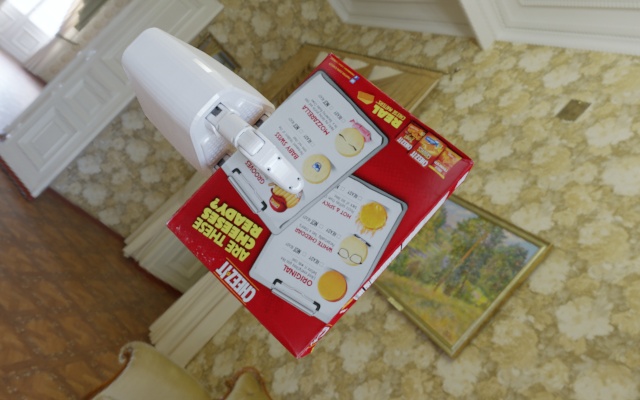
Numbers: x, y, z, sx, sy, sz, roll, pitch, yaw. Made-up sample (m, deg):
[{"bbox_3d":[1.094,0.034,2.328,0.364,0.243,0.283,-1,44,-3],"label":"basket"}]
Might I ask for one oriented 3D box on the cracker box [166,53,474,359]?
[{"bbox_3d":[0.000,0.001,0.428,0.164,0.213,0.072,41,-4,16],"label":"cracker box"}]
